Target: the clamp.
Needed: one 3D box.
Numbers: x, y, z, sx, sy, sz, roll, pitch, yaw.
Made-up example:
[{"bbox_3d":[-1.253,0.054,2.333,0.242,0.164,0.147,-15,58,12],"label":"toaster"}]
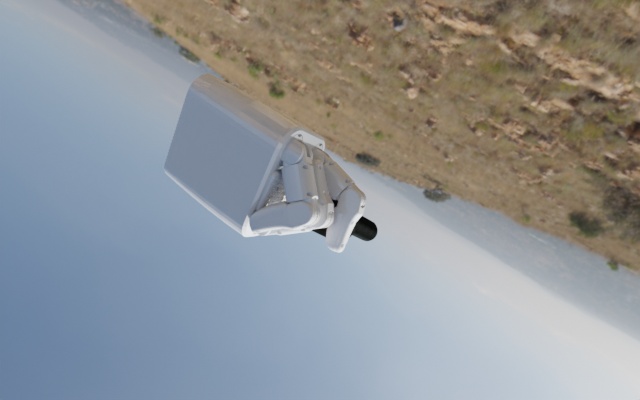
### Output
[{"bbox_3d":[0.000,0.002,0.516,0.120,0.039,0.171,36,6,16],"label":"clamp"}]
